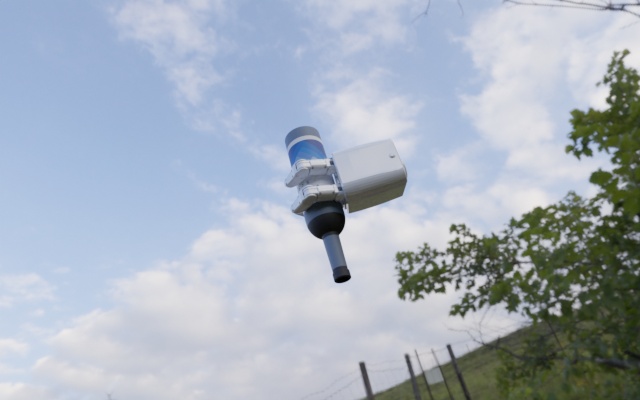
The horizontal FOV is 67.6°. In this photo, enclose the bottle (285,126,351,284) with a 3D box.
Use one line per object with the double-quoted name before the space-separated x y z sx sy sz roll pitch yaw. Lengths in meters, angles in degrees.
"bottle" 0.000 0.002 0.811 0.069 0.295 0.069 -11 -33 -7
